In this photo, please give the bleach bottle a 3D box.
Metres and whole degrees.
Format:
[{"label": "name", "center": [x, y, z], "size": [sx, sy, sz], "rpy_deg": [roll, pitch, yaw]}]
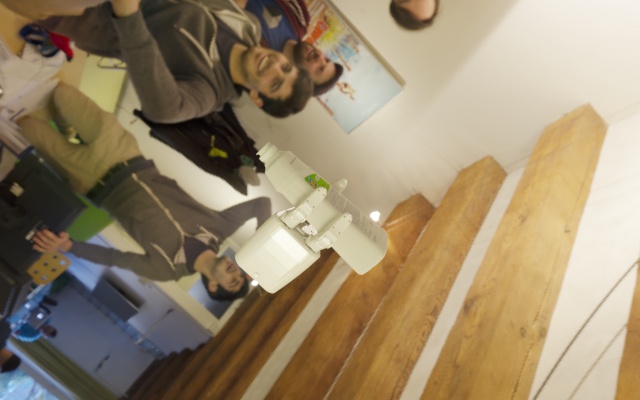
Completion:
[{"label": "bleach bottle", "center": [0.000, 0.003, 0.765], "size": [0.068, 0.251, 0.102], "rpy_deg": [-42, 9, 20]}]
